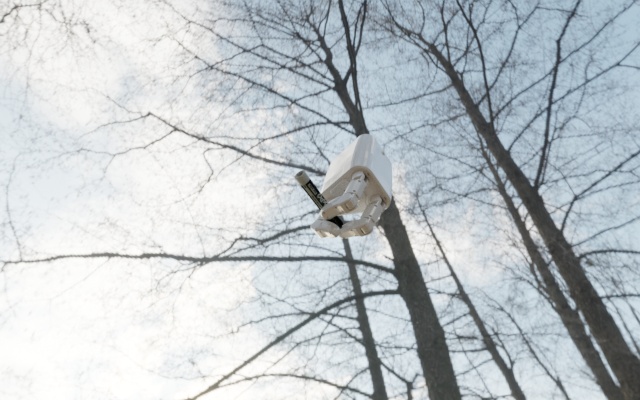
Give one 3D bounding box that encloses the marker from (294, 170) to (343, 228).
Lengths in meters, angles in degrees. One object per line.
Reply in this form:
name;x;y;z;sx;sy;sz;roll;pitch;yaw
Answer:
marker;0.000;0.003;0.750;0.020;0.121;0.020;-28;30;17
